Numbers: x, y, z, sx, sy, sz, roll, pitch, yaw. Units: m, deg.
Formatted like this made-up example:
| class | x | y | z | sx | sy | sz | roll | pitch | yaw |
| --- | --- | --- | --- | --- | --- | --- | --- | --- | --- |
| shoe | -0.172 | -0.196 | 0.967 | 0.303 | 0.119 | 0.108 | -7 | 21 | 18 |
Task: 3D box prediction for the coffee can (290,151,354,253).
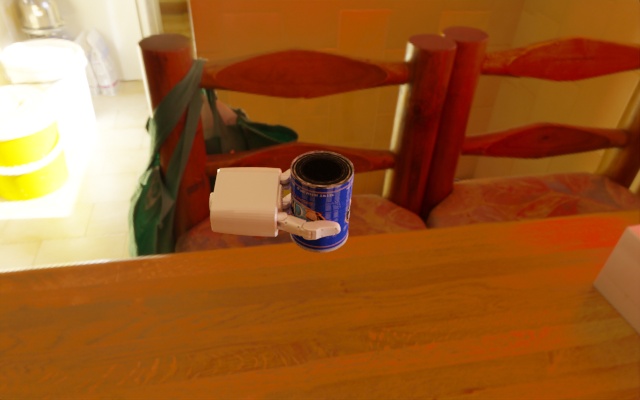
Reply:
| class | x | y | z | sx | sy | sz | roll | pitch | yaw |
| --- | --- | --- | --- | --- | --- | --- | --- | --- | --- |
| coffee can | 0.000 | 0.003 | 0.803 | 0.103 | 0.140 | 0.102 | 2 | 39 | -1 |
